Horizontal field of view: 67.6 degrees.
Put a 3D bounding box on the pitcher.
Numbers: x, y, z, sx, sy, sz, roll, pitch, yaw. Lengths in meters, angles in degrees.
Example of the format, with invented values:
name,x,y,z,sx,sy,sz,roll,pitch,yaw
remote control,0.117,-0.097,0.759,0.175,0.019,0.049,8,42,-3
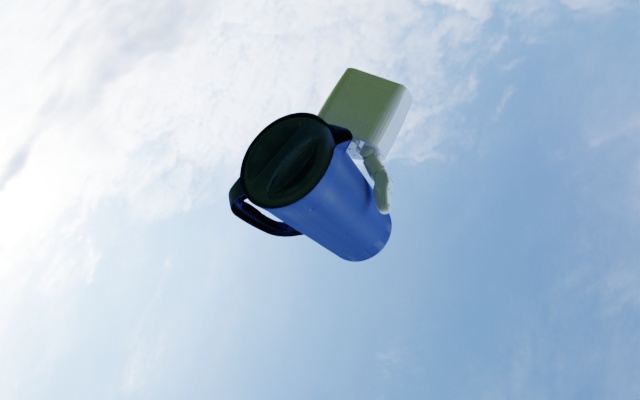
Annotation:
name,x,y,z,sx,sy,sz,roll,pitch,yaw
pitcher,0.000,0.002,0.665,0.149,0.145,0.243,16,-16,36
